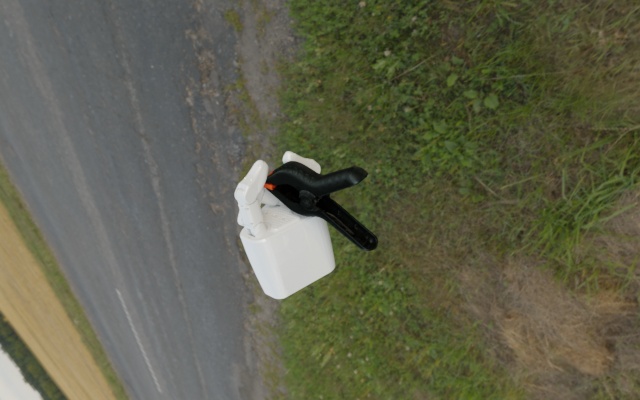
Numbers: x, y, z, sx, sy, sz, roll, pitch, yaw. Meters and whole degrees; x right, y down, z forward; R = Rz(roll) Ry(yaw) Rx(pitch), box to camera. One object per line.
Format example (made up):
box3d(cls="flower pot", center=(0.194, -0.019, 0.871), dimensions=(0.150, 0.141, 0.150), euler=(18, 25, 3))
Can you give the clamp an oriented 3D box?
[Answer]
box3d(cls="clamp", center=(0.000, 0.002, 0.595), dimensions=(0.171, 0.120, 0.039), euler=(14, 40, 43))
